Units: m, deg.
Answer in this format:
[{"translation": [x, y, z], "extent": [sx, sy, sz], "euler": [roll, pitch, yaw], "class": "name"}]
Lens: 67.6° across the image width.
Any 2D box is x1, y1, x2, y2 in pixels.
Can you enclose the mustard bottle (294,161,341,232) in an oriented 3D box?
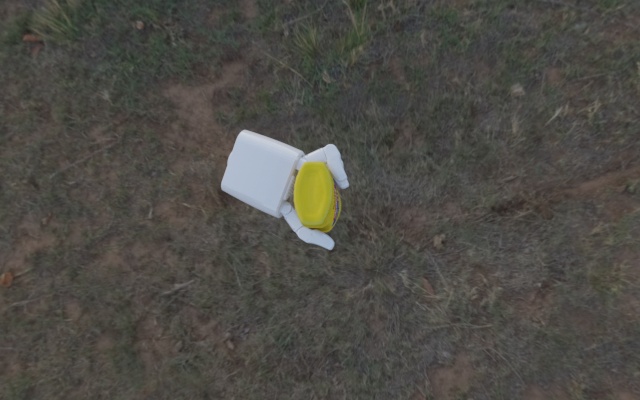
[{"translation": [0.000, 0.003, 0.774], "extent": [0.058, 0.096, 0.191], "euler": [-1, -8, 7], "class": "mustard bottle"}]
